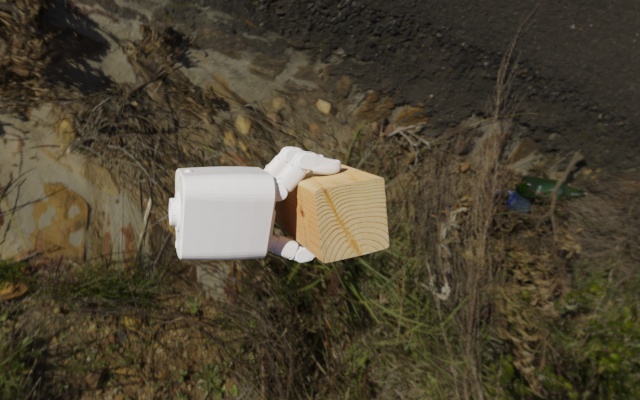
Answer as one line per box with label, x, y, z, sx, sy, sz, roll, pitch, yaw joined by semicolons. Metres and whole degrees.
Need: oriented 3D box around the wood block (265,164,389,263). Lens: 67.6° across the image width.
wood block;0.000;0.002;0.641;0.090;0.091;0.206;-11;16;-20
